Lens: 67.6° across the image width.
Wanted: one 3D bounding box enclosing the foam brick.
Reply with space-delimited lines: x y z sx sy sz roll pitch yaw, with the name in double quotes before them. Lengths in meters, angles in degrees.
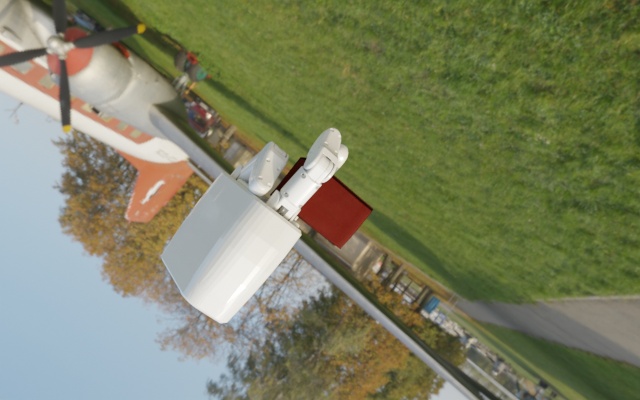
"foam brick" 0.000 0.002 0.468 0.078 0.051 0.053 39 -5 -20
